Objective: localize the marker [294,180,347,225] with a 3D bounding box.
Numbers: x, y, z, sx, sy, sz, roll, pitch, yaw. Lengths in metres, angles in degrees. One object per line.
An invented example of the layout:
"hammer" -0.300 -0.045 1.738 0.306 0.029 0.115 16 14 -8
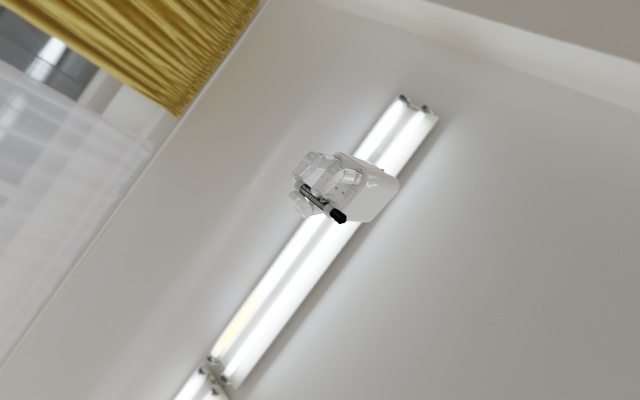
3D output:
"marker" 0.000 0.002 0.754 0.020 0.020 0.121 0 29 -44
